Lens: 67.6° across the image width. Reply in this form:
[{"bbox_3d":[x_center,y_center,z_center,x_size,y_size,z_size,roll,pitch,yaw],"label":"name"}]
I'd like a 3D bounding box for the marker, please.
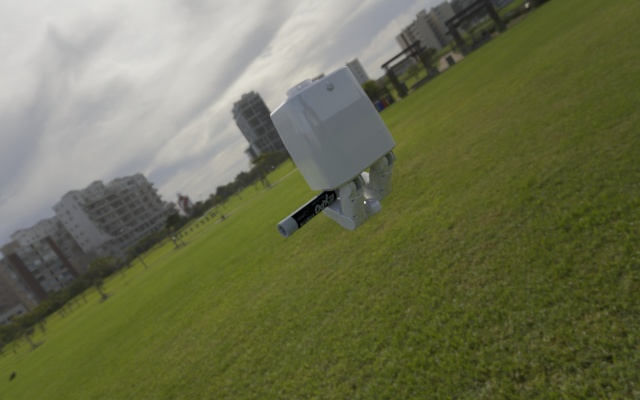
[{"bbox_3d":[0.000,0.002,0.545,0.121,0.020,0.020,-37,21,-31],"label":"marker"}]
